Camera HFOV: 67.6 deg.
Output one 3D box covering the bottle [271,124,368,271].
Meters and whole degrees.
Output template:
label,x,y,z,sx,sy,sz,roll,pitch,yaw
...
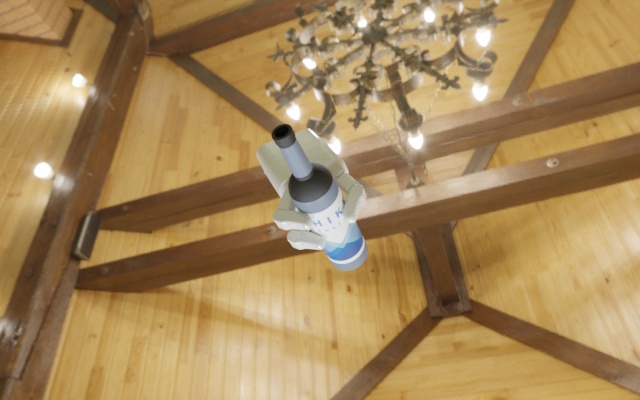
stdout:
label,x,y,z,sx,sy,sz,roll,pitch,yaw
bottle,0.000,0.002,0.689,0.069,0.069,0.296,0,-36,23
